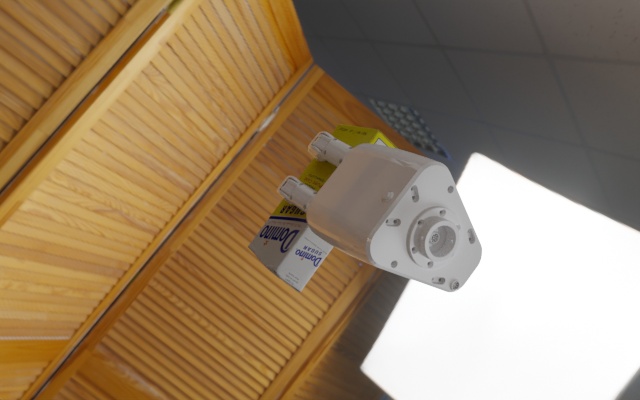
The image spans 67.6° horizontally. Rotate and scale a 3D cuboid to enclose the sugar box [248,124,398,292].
[{"bbox_3d":[0.000,0.001,0.509,0.048,0.176,0.093,41,-7,-26],"label":"sugar box"}]
